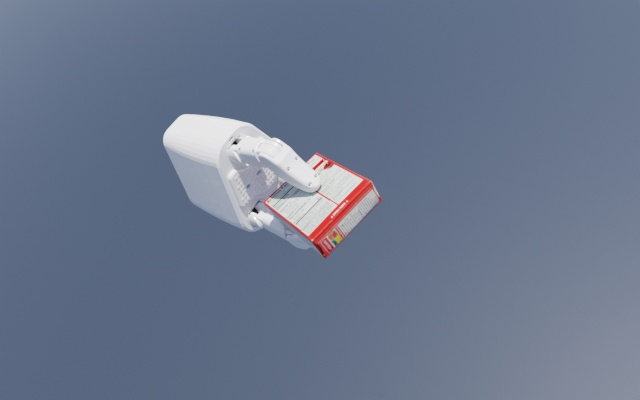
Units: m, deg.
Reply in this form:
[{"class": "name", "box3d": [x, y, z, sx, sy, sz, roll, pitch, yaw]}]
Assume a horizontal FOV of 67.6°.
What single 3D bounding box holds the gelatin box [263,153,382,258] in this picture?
[{"class": "gelatin box", "box3d": [0.000, 0.001, 0.437, 0.089, 0.073, 0.030, 33, -16, 48]}]
